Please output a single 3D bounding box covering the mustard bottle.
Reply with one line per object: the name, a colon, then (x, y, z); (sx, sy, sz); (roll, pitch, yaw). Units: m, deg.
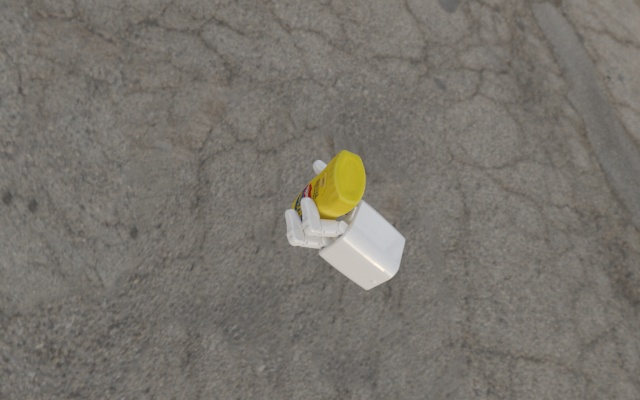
mustard bottle: (0.000, 0.002, 0.788); (0.058, 0.096, 0.192); (18, -33, -23)
